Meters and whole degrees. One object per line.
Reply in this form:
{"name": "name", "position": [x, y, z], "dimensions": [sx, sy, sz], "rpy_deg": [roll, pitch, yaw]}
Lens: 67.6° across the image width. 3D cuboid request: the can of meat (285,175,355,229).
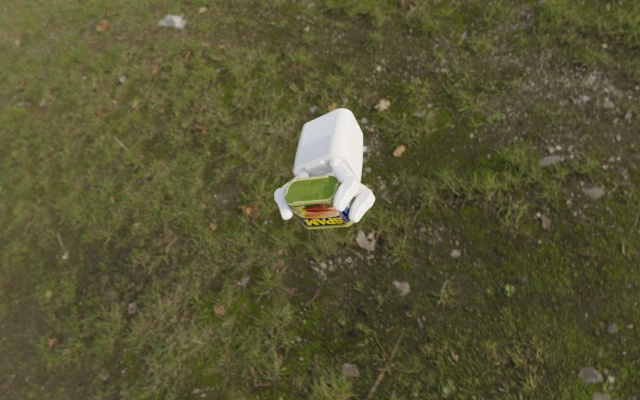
{"name": "can of meat", "position": [0.000, 0.003, 0.808], "dimensions": [0.102, 0.057, 0.084], "rpy_deg": [-5, -33, 24]}
